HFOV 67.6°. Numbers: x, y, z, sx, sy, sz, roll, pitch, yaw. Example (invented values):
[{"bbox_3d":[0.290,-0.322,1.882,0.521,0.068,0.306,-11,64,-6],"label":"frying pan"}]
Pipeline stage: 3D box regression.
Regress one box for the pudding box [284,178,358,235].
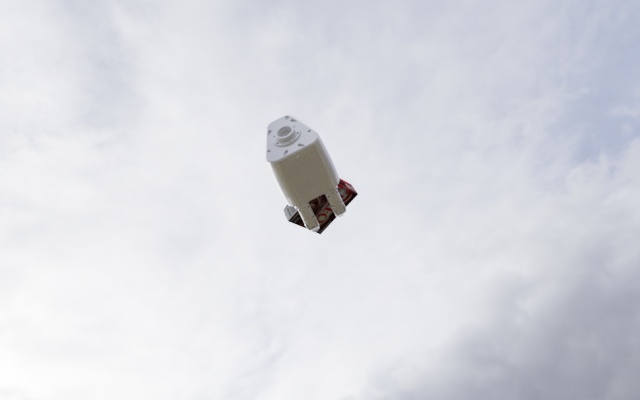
[{"bbox_3d":[0.000,0.003,0.880,0.090,0.113,0.039,26,26,-42],"label":"pudding box"}]
